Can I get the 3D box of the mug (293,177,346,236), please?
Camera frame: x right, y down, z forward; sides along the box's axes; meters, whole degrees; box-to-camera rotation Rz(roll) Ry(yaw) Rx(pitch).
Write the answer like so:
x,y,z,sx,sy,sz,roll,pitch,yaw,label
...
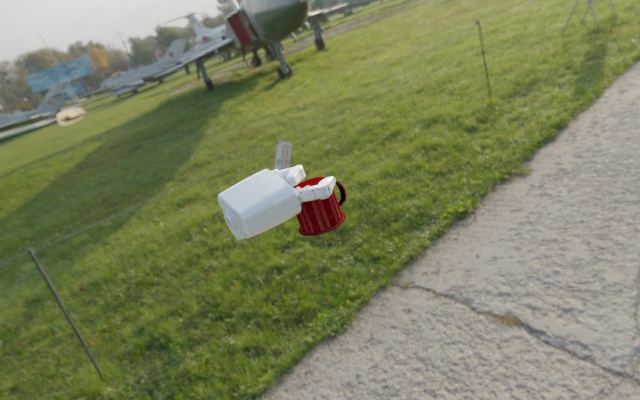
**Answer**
x,y,z,sx,sy,sz,roll,pitch,yaw,label
0.001,0.002,0.894,0.117,0.081,0.093,-30,23,-25,mug
